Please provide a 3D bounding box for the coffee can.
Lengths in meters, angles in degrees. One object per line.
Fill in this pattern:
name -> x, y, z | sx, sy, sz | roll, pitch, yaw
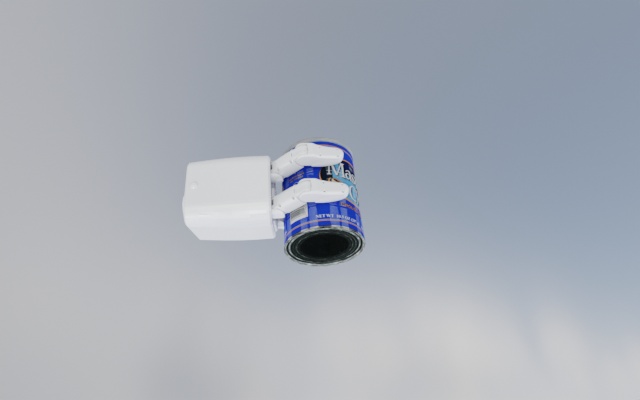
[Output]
coffee can -> 0.000, 0.002, 0.635 | 0.103, 0.140, 0.103 | -4, -34, -2
